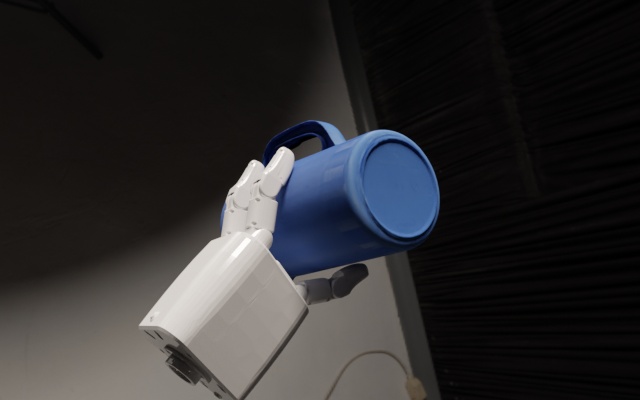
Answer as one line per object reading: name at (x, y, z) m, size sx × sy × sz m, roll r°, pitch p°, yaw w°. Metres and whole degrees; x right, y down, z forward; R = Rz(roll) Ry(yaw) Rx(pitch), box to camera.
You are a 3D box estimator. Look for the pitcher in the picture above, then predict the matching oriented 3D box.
pitcher at (0.000, 0.002, 0.503) m, size 0.243 × 0.149 × 0.145 m, roll -20°, pitch 25°, yaw 54°
